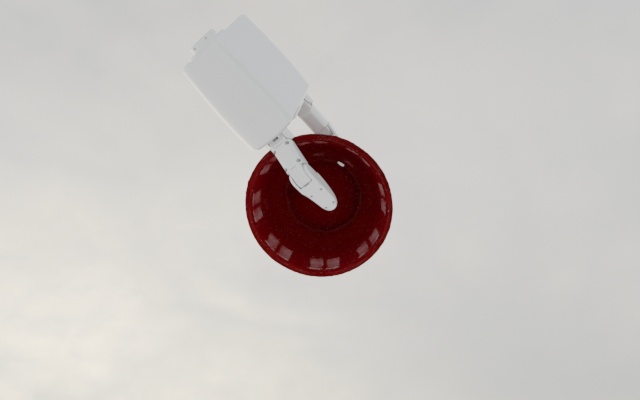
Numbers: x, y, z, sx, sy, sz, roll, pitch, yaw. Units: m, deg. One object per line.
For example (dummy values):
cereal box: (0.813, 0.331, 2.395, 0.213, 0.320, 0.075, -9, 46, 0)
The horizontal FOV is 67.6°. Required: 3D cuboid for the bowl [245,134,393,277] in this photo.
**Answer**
bowl: (0.001, 0.003, 0.540, 0.162, 0.162, 0.055, 0, 16, 8)
